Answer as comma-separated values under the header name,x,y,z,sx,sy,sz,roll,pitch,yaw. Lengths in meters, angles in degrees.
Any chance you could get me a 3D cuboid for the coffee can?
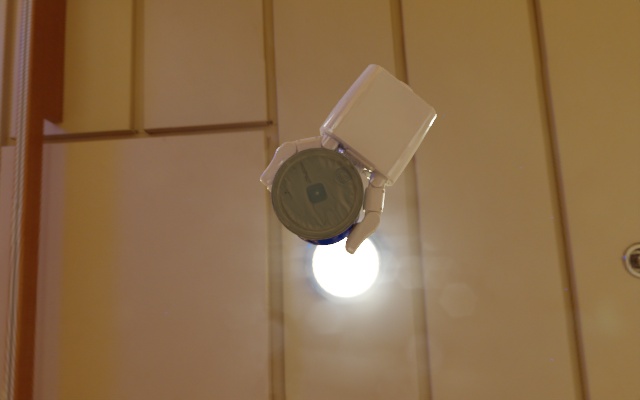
name,x,y,z,sx,sy,sz,roll,pitch,yaw
coffee can,0.000,0.002,0.592,0.103,0.103,0.140,0,-8,3
